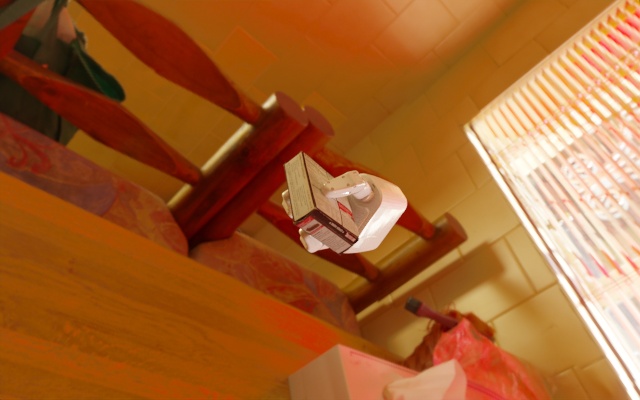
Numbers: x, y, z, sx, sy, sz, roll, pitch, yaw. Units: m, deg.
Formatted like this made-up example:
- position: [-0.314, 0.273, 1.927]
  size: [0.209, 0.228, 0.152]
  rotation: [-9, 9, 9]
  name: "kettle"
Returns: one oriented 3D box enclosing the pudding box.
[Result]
- position: [0.000, 0.002, 0.610]
  size: [0.039, 0.113, 0.090]
  rotation: [-38, -51, 20]
  name: "pudding box"
